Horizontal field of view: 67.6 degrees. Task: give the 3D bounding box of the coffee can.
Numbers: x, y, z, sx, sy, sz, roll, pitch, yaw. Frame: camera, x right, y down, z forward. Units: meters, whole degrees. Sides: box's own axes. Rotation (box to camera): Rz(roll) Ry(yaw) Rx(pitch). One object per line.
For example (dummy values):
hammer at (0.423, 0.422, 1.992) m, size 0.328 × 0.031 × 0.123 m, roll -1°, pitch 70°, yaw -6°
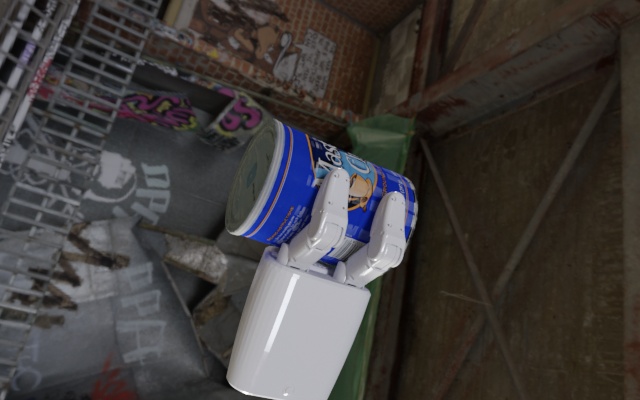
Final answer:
coffee can at (0.000, 0.001, 0.428) m, size 0.140 × 0.103 × 0.103 m, roll 21°, pitch -9°, yaw -23°
